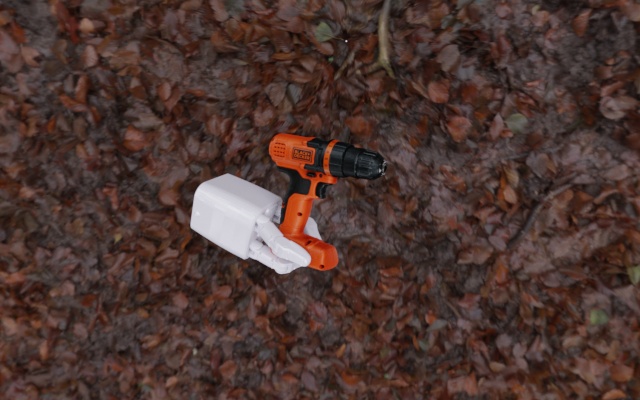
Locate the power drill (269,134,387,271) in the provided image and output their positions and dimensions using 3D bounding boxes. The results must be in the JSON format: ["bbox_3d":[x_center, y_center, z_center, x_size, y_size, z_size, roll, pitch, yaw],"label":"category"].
[{"bbox_3d":[0.000,0.003,0.702,0.184,0.188,0.057,14,12,29],"label":"power drill"}]
